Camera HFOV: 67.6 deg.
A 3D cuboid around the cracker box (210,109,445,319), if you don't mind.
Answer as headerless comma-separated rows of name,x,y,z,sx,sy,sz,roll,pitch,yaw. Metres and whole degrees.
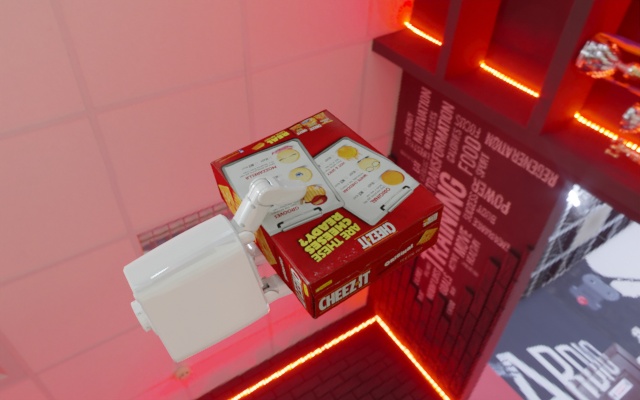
cracker box,0.000,0.002,0.529,0.164,0.072,0.213,-28,49,-20
